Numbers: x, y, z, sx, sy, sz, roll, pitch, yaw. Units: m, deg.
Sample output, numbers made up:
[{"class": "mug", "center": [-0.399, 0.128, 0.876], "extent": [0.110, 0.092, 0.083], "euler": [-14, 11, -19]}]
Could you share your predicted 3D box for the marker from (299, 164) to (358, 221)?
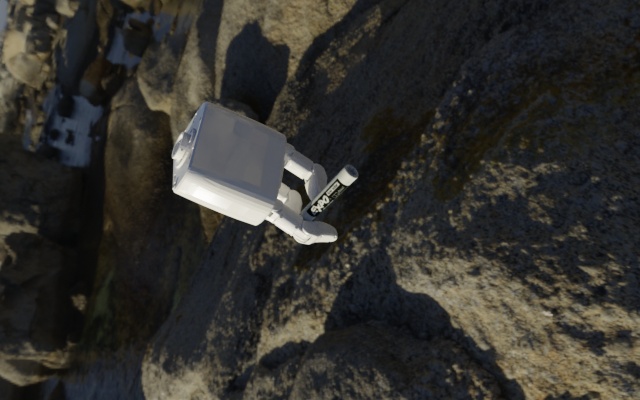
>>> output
[{"class": "marker", "center": [0.000, 0.002, 0.561], "extent": [0.020, 0.020, 0.121], "euler": [0, -35, -44]}]
